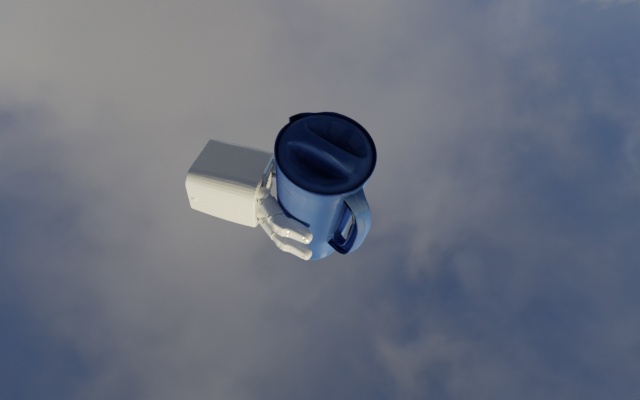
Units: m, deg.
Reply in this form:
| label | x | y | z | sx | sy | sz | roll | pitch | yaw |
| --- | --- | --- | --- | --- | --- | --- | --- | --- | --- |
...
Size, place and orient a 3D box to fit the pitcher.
| label | x | y | z | sx | sy | sz | roll | pitch | yaw |
| --- | --- | --- | --- | --- | --- | --- | --- | --- | --- |
| pitcher | 0.000 | 0.002 | 0.704 | 0.145 | 0.149 | 0.243 | 14 | -31 | 2 |
